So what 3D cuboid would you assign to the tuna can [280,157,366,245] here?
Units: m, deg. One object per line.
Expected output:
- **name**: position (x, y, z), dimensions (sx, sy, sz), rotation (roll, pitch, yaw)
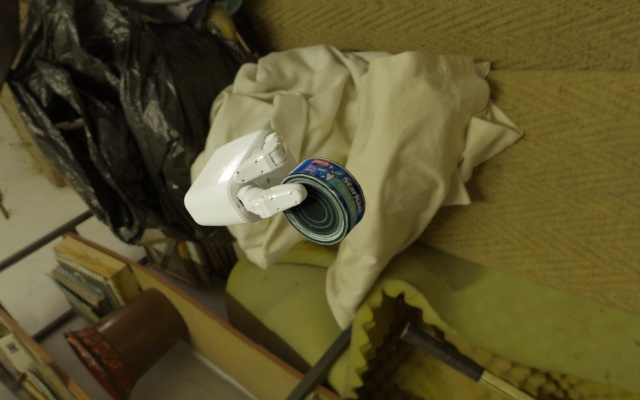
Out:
- **tuna can**: position (0.000, 0.002, 0.481), dimensions (0.086, 0.086, 0.033), rotation (0, 32, 39)
